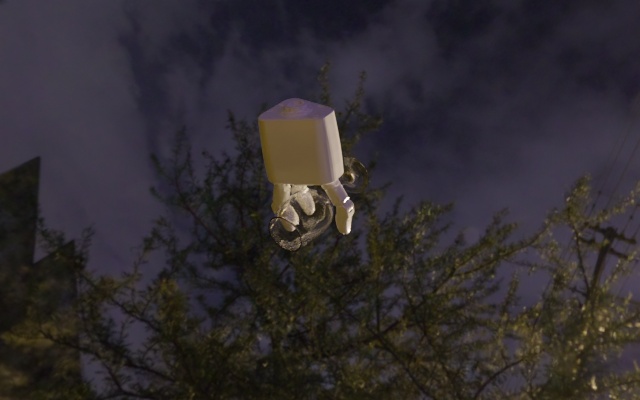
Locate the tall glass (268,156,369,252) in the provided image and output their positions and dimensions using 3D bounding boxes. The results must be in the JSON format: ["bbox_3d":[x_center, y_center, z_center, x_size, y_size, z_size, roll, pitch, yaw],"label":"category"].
[{"bbox_3d":[0.001,0.002,0.778,0.079,0.079,0.201,0,29,38],"label":"tall glass"}]
